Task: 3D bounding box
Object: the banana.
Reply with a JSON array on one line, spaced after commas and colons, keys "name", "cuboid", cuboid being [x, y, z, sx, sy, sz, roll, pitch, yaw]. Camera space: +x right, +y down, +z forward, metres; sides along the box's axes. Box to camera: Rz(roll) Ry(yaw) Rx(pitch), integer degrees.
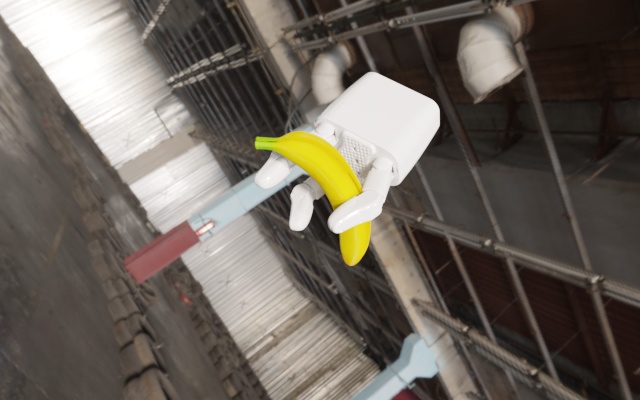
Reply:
[{"name": "banana", "cuboid": [0.014, -0.005, 0.510, 0.069, 0.198, 0.037, -15, 35, 31]}]
